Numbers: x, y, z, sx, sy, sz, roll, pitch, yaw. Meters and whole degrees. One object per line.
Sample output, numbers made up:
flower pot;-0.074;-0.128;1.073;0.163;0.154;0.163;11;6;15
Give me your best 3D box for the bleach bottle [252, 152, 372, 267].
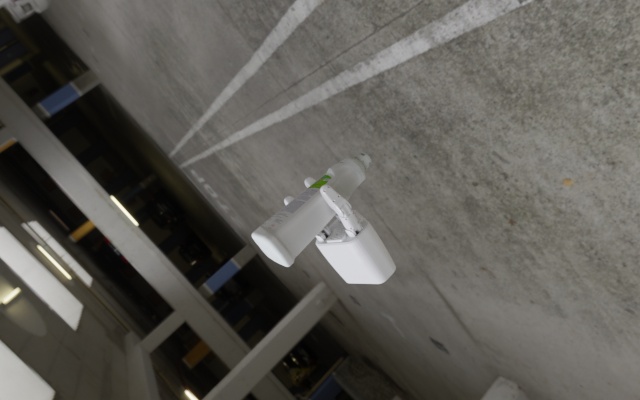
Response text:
bleach bottle;0.000;0.003;0.832;0.250;0.068;0.102;-42;22;-18
